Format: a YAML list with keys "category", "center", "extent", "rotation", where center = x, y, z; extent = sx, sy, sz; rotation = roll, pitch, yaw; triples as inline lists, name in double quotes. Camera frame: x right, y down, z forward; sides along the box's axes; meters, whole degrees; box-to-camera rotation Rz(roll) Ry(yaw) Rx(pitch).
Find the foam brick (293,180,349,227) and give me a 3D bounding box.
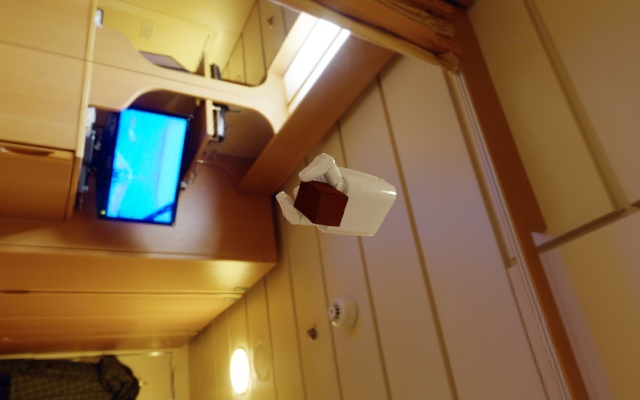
- category: "foam brick"
  center: [0.000, 0.003, 0.758]
  extent: [0.051, 0.053, 0.078]
  rotation: [11, 14, -30]
